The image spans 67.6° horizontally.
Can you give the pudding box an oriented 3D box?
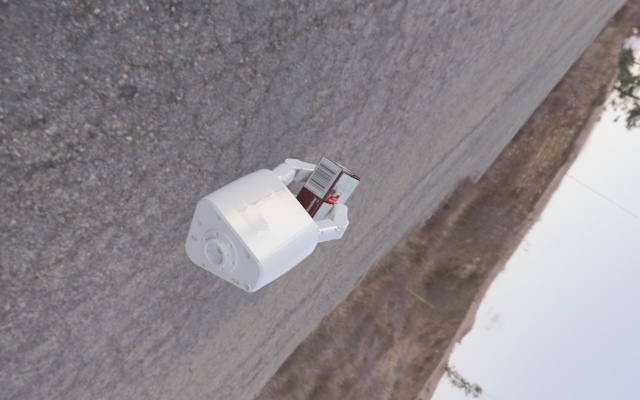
[{"bbox_3d":[0.000,0.002,0.643,0.039,0.113,0.090,38,7,17],"label":"pudding box"}]
